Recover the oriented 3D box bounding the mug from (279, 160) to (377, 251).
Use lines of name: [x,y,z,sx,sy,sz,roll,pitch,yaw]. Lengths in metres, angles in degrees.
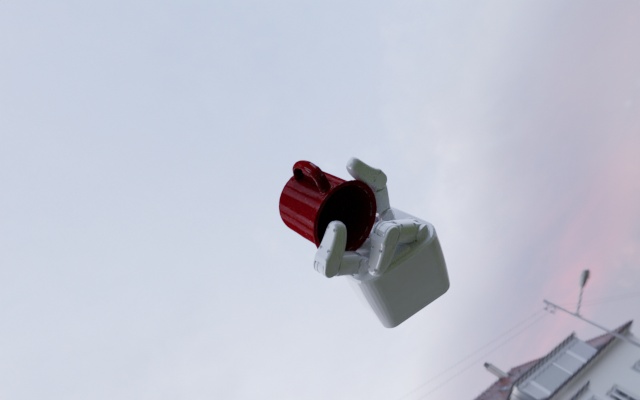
mug: [-0.001,0.001,0.551,0.093,0.117,0.081,-43,40,-18]
